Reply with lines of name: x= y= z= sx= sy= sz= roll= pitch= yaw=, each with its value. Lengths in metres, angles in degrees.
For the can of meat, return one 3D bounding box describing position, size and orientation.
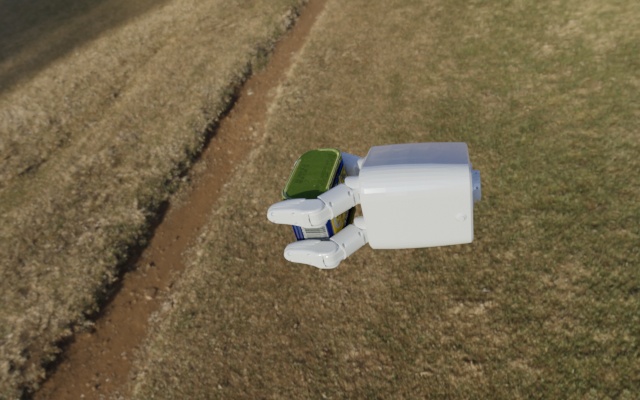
can of meat: x=0.000 y=0.001 z=0.537 sx=0.057 sy=0.084 sz=0.102 roll=-1 pitch=39 yaw=18
